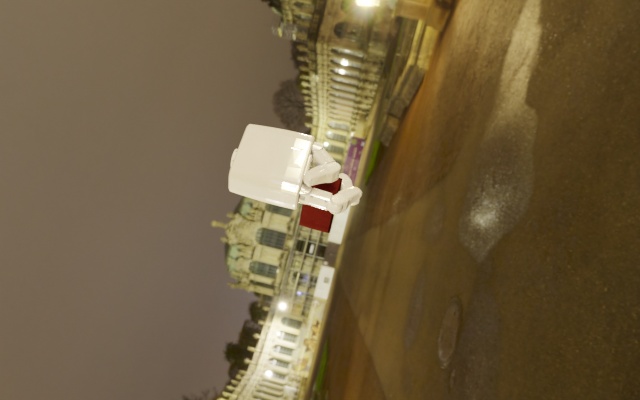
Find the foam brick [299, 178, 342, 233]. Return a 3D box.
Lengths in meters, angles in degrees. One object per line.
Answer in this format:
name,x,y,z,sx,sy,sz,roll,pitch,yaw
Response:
foam brick,0.000,0.003,0.752,0.051,0.078,0.053,13,43,2
